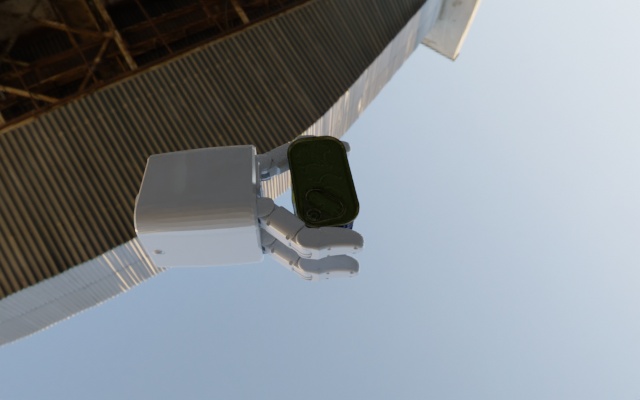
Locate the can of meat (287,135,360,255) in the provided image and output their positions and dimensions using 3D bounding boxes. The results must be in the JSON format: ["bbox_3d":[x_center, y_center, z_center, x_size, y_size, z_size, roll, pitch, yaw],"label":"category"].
[{"bbox_3d":[0.000,0.002,0.478,0.057,0.102,0.084,-7,-32,-7],"label":"can of meat"}]
